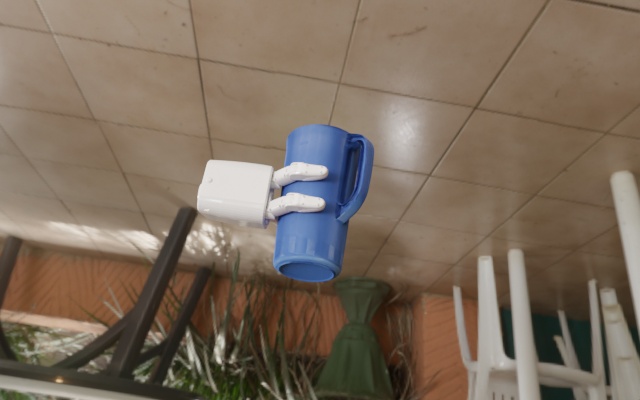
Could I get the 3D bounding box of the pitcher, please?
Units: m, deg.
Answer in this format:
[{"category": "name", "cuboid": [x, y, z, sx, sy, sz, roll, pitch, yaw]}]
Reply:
[{"category": "pitcher", "cuboid": [0.000, 0.003, 0.787, 0.145, 0.242, 0.149, 9, -27, -3]}]
